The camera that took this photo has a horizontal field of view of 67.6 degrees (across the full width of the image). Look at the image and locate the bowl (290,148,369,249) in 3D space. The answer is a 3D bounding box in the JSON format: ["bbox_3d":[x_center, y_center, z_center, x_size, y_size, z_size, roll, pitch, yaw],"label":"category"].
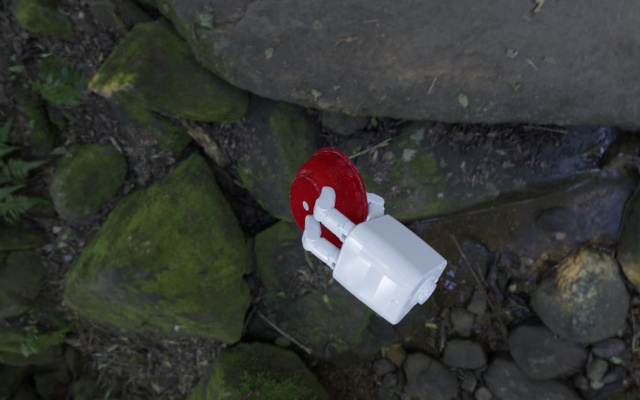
[{"bbox_3d":[-0.001,0.002,0.733,0.055,0.162,0.162,-14,8,-34],"label":"bowl"}]
